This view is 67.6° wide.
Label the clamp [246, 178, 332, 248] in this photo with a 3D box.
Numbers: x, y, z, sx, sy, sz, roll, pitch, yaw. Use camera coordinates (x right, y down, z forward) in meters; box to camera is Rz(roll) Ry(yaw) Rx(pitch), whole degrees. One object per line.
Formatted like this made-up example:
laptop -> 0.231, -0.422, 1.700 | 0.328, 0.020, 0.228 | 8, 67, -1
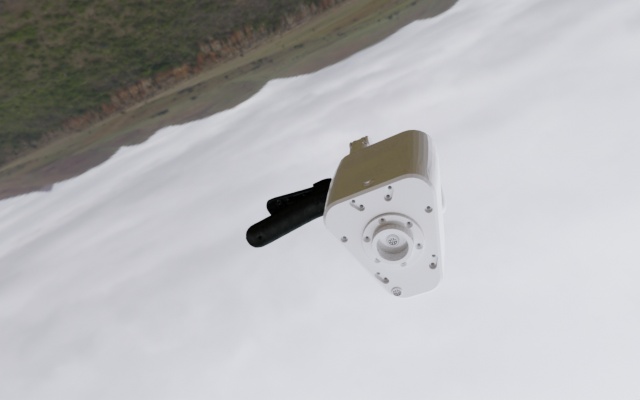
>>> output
clamp -> 0.001, 0.002, 0.511 | 0.171, 0.039, 0.120 | -22, 19, 20
